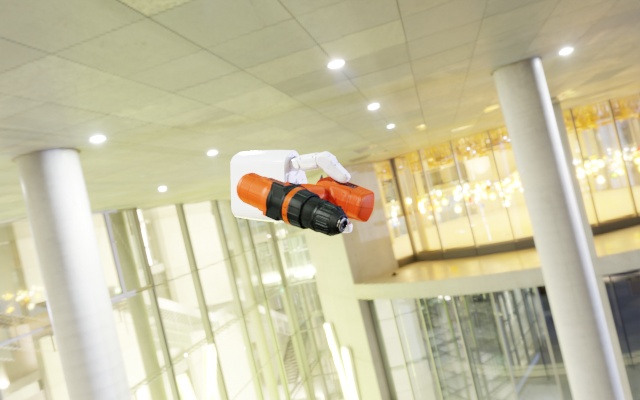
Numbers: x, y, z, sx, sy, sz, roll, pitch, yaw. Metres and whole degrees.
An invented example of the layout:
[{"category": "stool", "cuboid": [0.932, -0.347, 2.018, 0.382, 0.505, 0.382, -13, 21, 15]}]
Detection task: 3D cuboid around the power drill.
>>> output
[{"category": "power drill", "cuboid": [0.000, 0.002, 0.692, 0.184, 0.057, 0.187, 22, 13, 35]}]
